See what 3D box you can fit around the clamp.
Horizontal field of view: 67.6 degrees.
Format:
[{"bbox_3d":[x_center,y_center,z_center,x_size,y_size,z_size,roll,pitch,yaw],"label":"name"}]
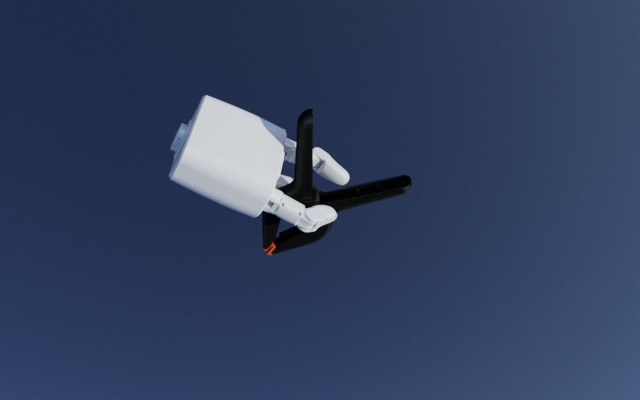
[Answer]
[{"bbox_3d":[0.000,0.003,0.604,0.164,0.210,0.036,26,33,-18],"label":"clamp"}]
